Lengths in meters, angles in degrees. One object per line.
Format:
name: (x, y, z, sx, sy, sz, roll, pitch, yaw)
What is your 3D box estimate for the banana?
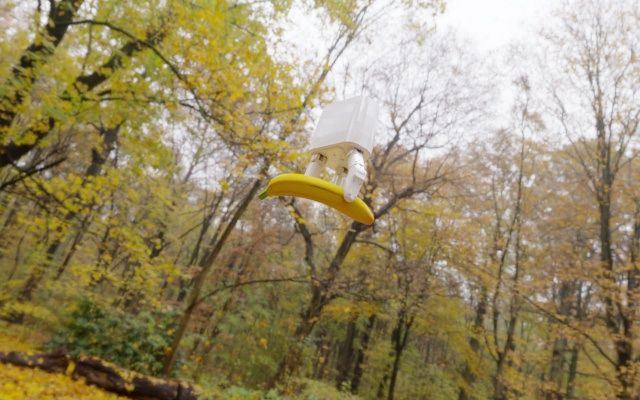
banana: (0.000, -0.007, 0.777, 0.198, 0.037, 0.070, 15, -28, -3)
